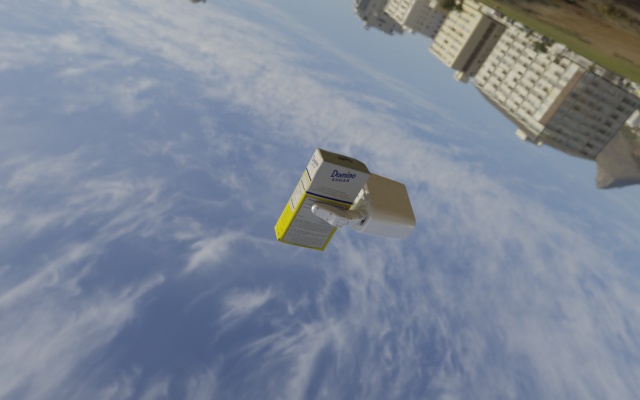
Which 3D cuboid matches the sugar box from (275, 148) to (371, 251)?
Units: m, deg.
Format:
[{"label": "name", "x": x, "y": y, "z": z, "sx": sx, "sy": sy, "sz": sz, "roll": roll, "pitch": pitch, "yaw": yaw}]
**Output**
[{"label": "sugar box", "x": 0.000, "y": 0.002, "z": 0.802, "sx": 0.093, "sy": 0.176, "sz": 0.048, "roll": 14, "pitch": 30, "yaw": -27}]
